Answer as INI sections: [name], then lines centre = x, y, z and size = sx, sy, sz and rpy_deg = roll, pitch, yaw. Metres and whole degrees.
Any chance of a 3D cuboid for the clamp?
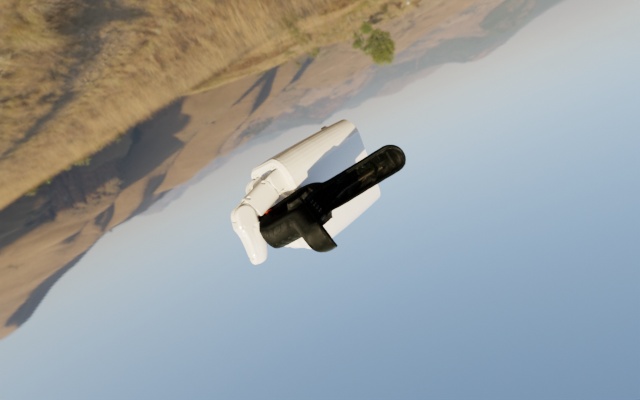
[clamp]
centre = 0.000, 0.002, 0.432
size = 0.120, 0.039, 0.171
rpy_deg = -38, 15, -25
